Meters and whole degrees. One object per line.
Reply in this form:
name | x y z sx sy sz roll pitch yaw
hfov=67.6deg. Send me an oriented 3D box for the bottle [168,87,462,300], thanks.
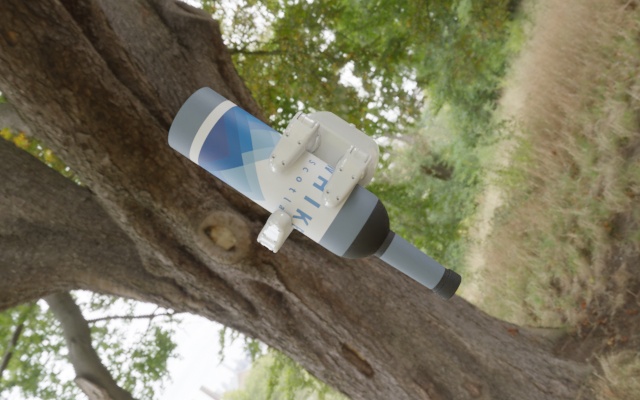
bottle | 0.000 0.001 0.447 0.295 0.069 0.069 33 1 2
